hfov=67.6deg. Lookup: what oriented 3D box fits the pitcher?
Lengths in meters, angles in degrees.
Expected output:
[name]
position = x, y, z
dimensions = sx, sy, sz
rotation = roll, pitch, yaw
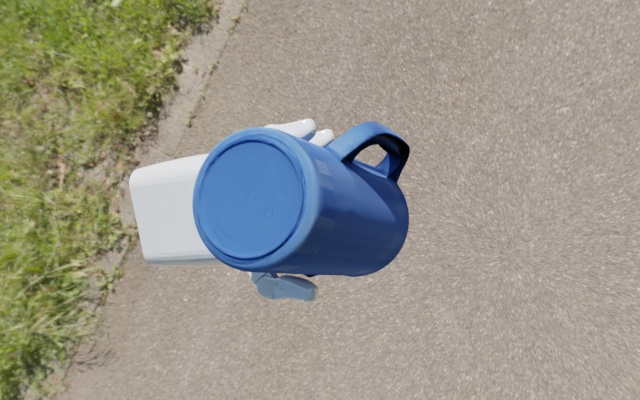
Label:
[pitcher]
position = 0.000, 0.002, 0.451
dimensions = 0.145, 0.149, 0.243
rotation = -5, -8, 22
